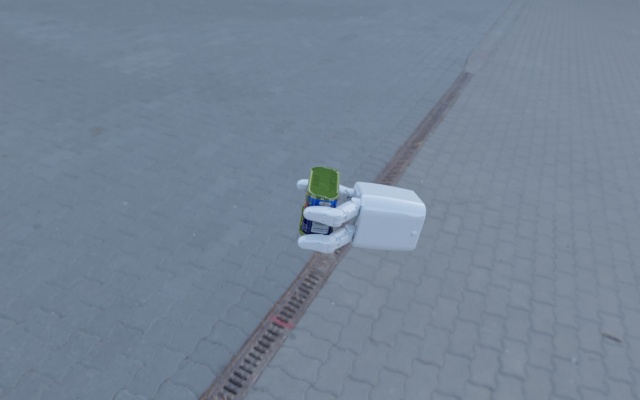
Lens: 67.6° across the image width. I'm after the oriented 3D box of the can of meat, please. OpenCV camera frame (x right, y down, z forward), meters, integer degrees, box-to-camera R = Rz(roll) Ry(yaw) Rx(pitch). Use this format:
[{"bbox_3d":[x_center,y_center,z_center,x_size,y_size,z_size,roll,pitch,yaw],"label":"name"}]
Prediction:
[{"bbox_3d":[0.000,0.002,0.790,0.057,0.084,0.102,9,34,-2],"label":"can of meat"}]
